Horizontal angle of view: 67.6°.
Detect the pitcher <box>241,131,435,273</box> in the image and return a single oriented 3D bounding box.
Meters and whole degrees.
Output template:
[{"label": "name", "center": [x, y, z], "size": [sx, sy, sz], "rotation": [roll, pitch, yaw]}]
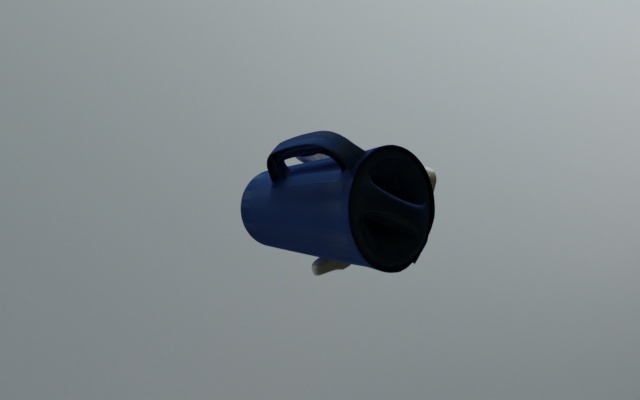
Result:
[{"label": "pitcher", "center": [0.000, 0.002, 0.579], "size": [0.145, 0.149, 0.243], "rotation": [-3, 2, -40]}]
